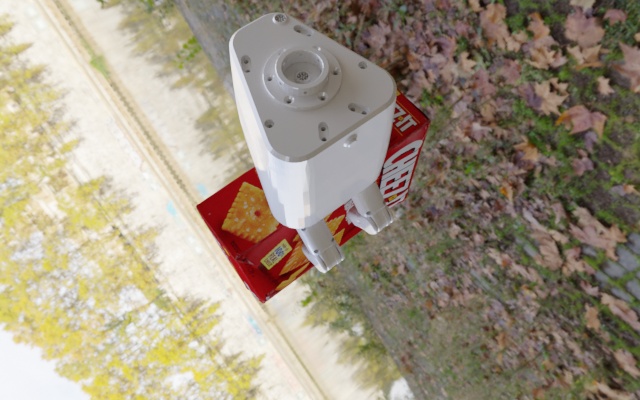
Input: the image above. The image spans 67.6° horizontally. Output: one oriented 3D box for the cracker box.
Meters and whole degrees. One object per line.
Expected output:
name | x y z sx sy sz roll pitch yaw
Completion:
cracker box | 0.000 0.002 0.480 0.213 0.072 0.164 -35 -21 -14
